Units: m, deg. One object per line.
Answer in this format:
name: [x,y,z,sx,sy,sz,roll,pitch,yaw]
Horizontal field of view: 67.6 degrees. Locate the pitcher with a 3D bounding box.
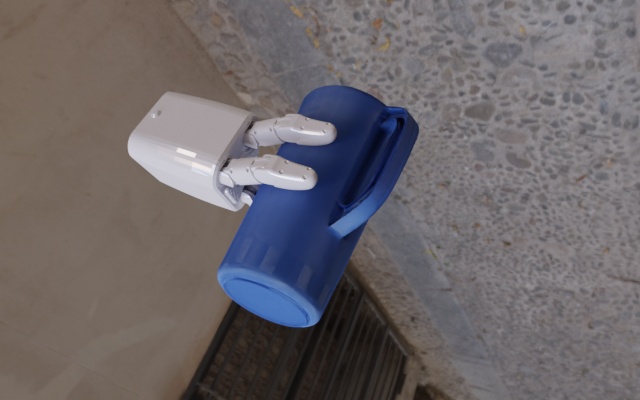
pitcher: [0.000,0.002,0.500,0.145,0.242,0.149,20,-31,10]
